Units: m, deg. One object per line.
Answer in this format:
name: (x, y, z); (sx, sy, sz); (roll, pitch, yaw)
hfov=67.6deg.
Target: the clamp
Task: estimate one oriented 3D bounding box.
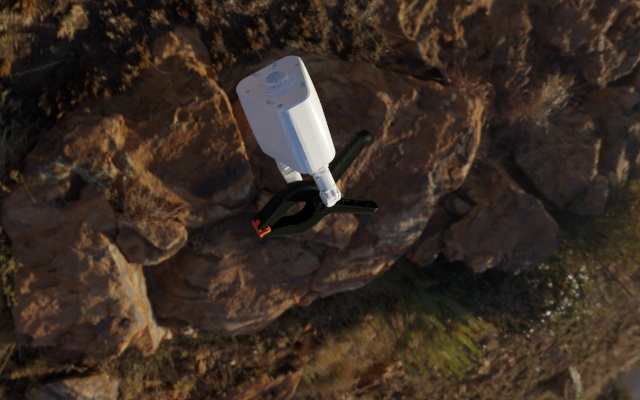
clamp: (0.000, 0.003, 0.724); (0.210, 0.165, 0.036); (-31, 46, -8)
